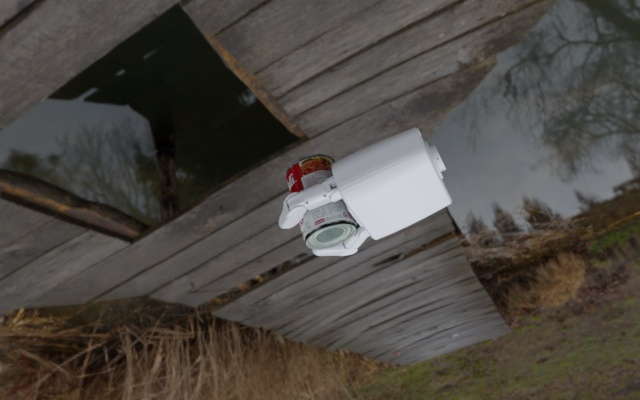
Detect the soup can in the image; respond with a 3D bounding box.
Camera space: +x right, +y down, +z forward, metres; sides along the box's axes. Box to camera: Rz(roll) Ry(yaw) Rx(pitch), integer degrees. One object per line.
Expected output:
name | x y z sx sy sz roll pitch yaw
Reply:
soup can | 0.000 0.002 0.603 0.068 0.102 0.068 -14 -28 -7
